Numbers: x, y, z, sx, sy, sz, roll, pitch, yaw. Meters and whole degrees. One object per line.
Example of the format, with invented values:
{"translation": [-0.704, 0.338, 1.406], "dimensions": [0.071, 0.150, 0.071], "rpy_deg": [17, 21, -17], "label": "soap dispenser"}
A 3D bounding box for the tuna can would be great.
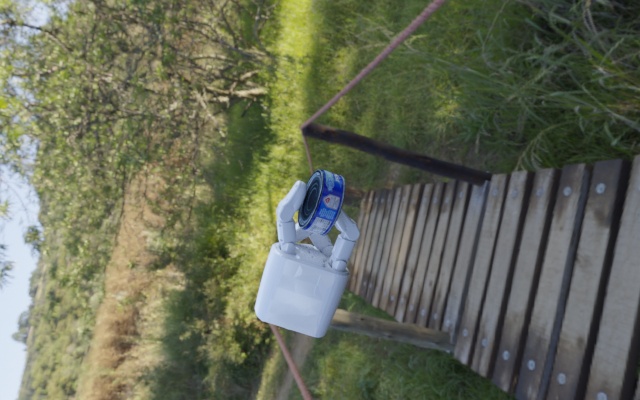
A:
{"translation": [0.000, 0.002, 0.642], "dimensions": [0.034, 0.086, 0.086], "rpy_deg": [18, -6, -17], "label": "tuna can"}
